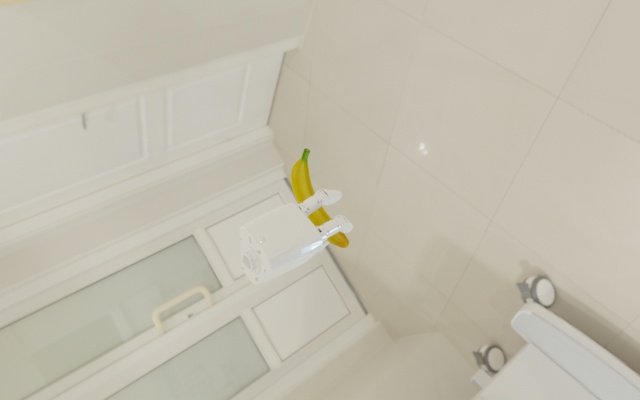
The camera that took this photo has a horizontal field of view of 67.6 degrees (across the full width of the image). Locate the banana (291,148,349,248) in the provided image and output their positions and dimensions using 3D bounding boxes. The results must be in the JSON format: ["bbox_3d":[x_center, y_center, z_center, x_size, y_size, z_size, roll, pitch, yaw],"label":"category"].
[{"bbox_3d":[-0.011,0.006,0.891,0.037,0.198,0.070,-20,-8,-36],"label":"banana"}]
